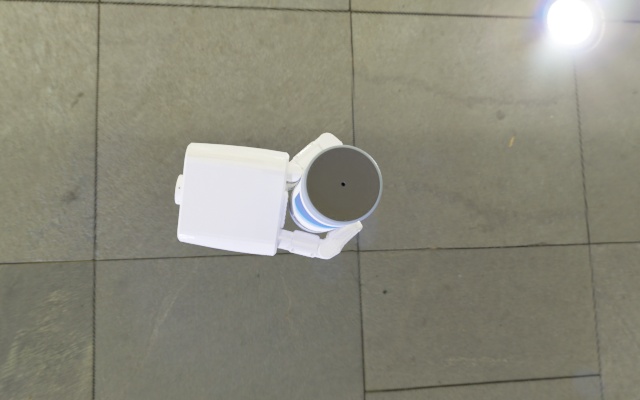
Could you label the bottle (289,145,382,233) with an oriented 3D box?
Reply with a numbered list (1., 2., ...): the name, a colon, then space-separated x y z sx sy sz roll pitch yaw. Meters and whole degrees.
1. bottle: 0.000 0.002 0.537 0.069 0.069 0.296 0 -6 -7
